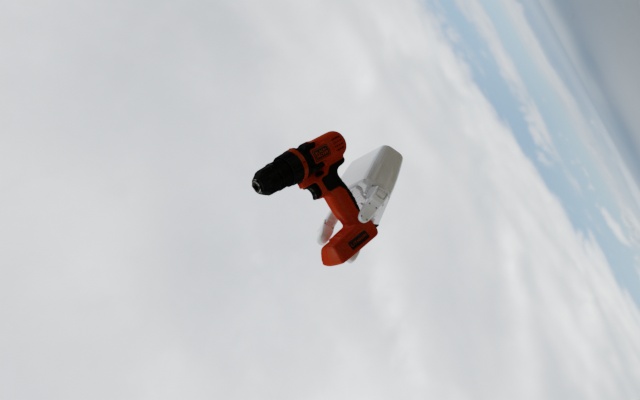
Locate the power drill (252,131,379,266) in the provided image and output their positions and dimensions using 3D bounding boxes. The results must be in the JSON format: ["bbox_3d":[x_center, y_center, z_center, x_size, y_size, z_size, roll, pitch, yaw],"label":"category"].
[{"bbox_3d":[0.000,0.003,0.729,0.184,0.188,0.057,-33,13,-36],"label":"power drill"}]
